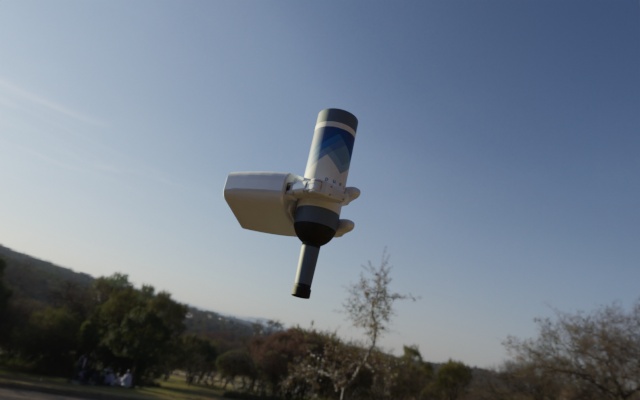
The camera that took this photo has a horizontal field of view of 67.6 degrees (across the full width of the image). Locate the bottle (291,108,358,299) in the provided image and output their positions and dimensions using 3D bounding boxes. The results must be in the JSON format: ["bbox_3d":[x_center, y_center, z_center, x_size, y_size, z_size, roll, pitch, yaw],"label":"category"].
[{"bbox_3d":[0.000,0.002,0.732,0.069,0.295,0.069,11,-19,4],"label":"bottle"}]
